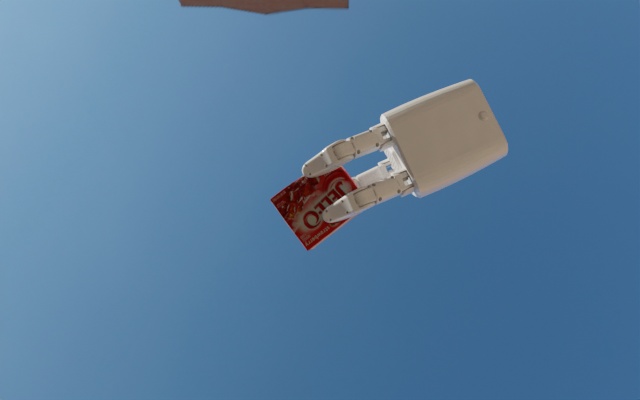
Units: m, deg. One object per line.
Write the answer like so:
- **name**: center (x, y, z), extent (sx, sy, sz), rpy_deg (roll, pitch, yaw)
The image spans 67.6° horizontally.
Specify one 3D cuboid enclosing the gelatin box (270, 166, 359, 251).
- **gelatin box**: center (0.000, 0.002, 0.541), extent (0.089, 0.073, 0.030), rpy_deg (-38, -8, 4)
